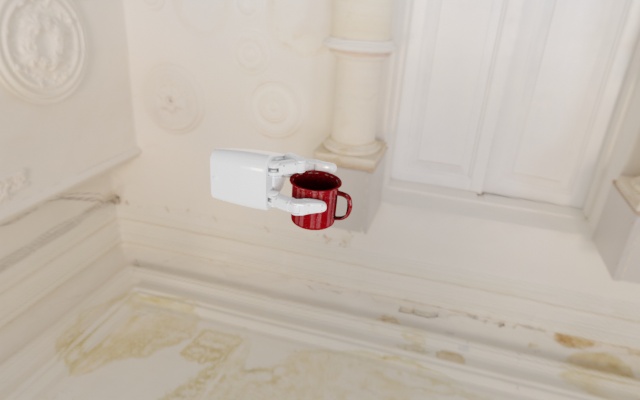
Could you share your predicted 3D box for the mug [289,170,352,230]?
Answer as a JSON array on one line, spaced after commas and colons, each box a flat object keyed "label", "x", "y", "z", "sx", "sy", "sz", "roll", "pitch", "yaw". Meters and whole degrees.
[{"label": "mug", "x": 0.002, "y": 0.003, "z": 0.856, "sx": 0.117, "sy": 0.081, "sz": 0.093, "roll": 11, "pitch": 27, "yaw": 13}]
